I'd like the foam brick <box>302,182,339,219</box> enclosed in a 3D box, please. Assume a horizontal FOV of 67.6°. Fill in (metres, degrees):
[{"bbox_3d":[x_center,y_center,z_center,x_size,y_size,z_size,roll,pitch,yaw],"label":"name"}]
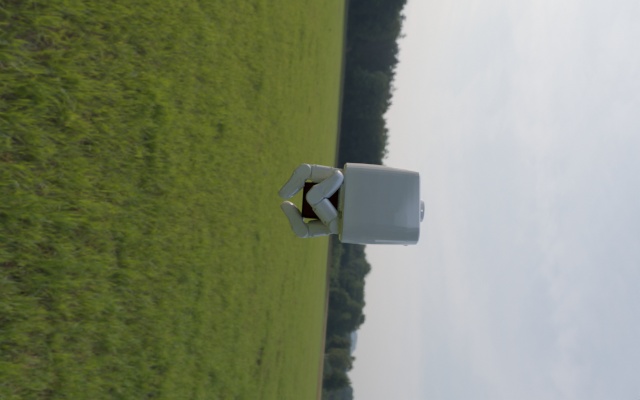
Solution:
[{"bbox_3d":[0.000,0.002,0.717,0.051,0.053,0.078,4,-2,1],"label":"foam brick"}]
